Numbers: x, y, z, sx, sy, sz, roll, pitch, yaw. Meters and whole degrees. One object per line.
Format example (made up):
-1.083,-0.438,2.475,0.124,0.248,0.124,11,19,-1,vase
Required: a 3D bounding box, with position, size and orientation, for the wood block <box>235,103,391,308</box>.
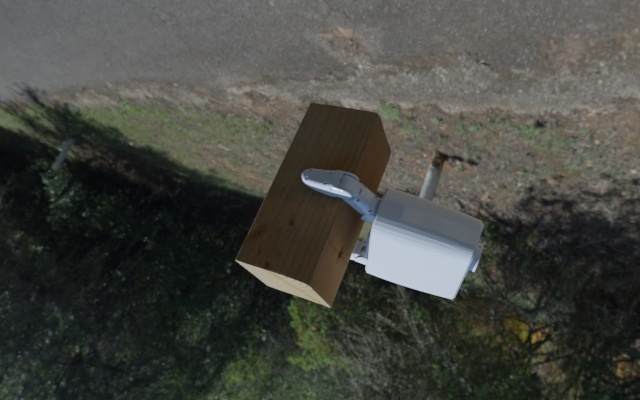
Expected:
0.000,0.002,0.547,0.090,0.206,0.091,14,-22,25,wood block
